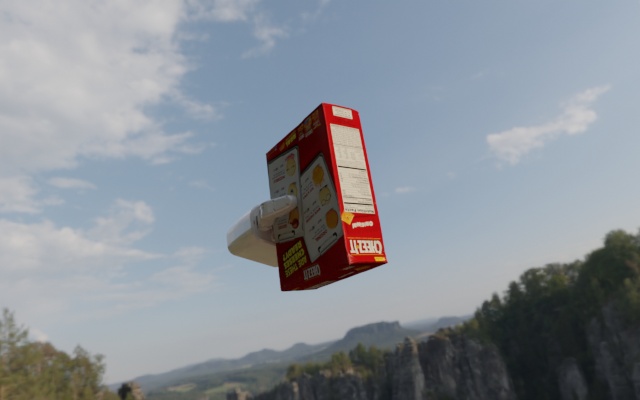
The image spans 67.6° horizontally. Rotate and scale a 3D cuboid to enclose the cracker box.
[{"bbox_3d":[0.000,0.002,0.652,0.072,0.213,0.164,3,-21,-34],"label":"cracker box"}]
